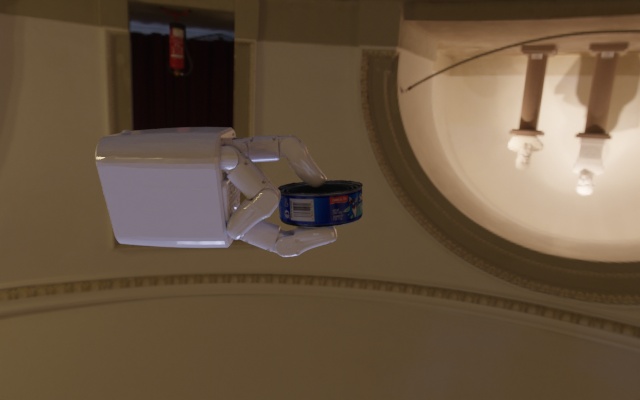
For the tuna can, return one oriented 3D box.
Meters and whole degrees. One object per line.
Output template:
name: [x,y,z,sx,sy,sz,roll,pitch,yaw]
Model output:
tuna can: [0.000,0.002,0.482,0.086,0.034,0.086,-3,10,0]
